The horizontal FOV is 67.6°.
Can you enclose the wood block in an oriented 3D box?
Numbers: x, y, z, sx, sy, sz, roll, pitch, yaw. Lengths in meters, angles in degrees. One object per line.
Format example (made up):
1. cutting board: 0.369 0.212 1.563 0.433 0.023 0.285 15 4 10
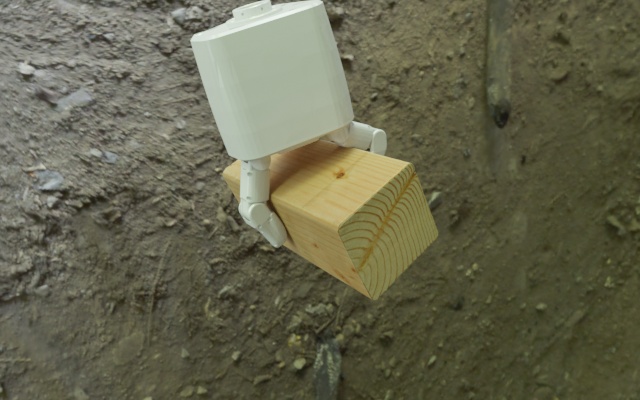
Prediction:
1. wood block: 0.000 0.001 0.477 0.091 0.090 0.206 -41 35 -20
